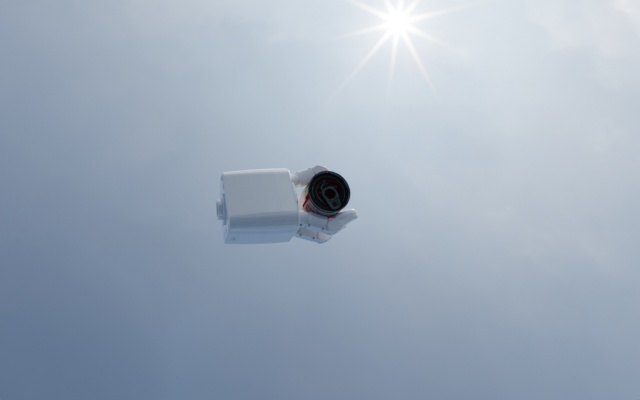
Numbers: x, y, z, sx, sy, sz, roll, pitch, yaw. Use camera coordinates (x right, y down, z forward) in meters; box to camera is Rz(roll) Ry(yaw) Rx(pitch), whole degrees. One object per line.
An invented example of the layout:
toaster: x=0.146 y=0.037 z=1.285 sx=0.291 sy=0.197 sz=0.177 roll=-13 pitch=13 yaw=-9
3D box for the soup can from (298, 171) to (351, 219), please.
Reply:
soup can: x=0.000 y=0.002 z=0.772 sx=0.068 sy=0.068 sz=0.102 roll=0 pitch=-19 yaw=-17
